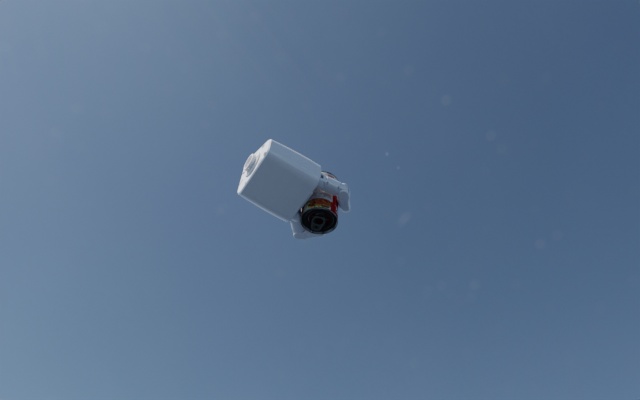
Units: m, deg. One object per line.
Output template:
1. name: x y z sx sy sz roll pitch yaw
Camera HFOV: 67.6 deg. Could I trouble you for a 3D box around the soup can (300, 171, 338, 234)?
1. soup can: 0.001 0.003 0.884 0.068 0.069 0.102 0 43 5
